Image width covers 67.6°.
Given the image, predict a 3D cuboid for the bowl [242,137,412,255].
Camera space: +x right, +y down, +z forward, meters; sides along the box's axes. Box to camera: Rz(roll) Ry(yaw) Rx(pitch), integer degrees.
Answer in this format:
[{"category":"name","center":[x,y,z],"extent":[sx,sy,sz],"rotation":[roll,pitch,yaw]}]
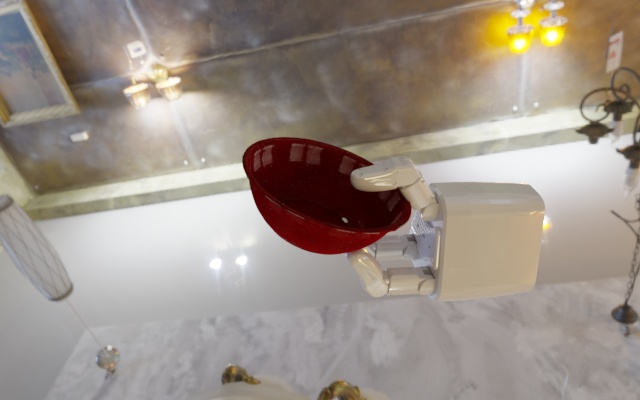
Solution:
[{"category":"bowl","center":[-0.001,0.001,0.449],"extent":[0.162,0.055,0.162],"rotation":[16,29,-9]}]
